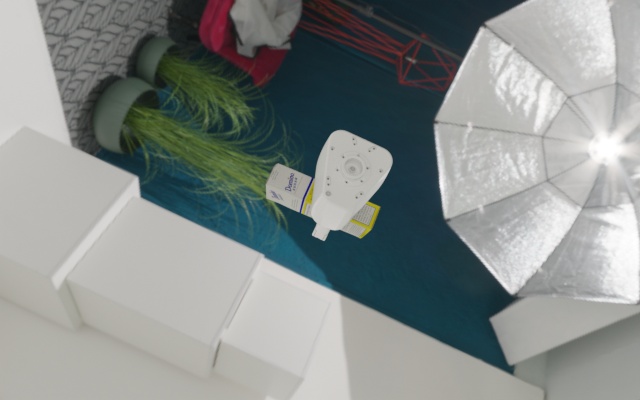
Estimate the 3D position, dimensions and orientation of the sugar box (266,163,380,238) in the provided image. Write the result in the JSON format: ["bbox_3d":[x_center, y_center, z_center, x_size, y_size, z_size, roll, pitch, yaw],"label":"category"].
[{"bbox_3d":[0.000,0.002,0.769,0.176,0.048,0.093,26,-16,0],"label":"sugar box"}]
